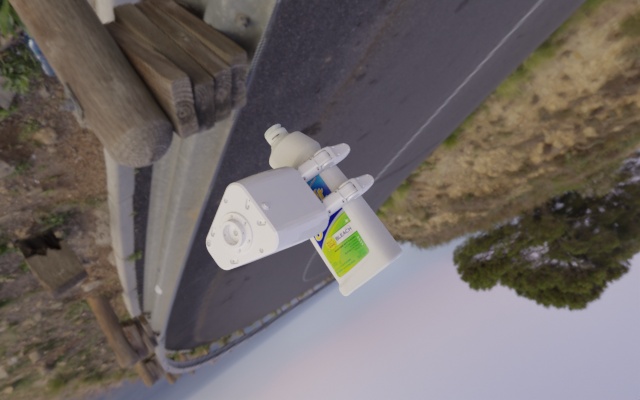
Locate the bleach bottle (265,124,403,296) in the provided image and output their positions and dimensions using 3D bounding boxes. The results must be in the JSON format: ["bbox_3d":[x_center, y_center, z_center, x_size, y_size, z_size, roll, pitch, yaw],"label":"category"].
[{"bbox_3d":[0.000,0.002,0.668,0.103,0.251,0.068,-43,-12,30],"label":"bleach bottle"}]
